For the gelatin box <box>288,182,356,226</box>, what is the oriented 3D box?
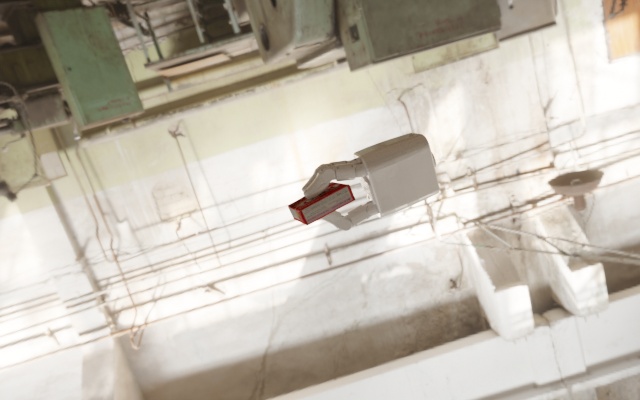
[{"bbox_3d":[0.000,0.003,0.748,0.089,0.030,0.073,-29,14,-14],"label":"gelatin box"}]
